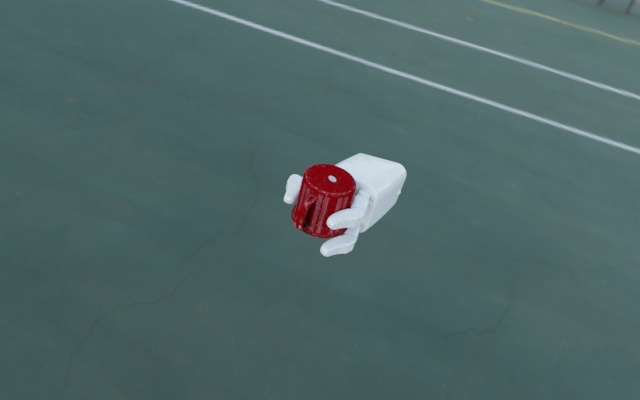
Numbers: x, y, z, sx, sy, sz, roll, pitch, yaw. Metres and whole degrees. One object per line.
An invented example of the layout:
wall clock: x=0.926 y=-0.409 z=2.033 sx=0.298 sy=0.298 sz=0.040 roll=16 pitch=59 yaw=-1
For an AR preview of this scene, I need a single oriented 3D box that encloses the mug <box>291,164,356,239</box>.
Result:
mug: x=-0.001 y=0.003 z=0.723 sx=0.093 sy=0.082 sz=0.117 roll=32 pitch=41 yaw=22
